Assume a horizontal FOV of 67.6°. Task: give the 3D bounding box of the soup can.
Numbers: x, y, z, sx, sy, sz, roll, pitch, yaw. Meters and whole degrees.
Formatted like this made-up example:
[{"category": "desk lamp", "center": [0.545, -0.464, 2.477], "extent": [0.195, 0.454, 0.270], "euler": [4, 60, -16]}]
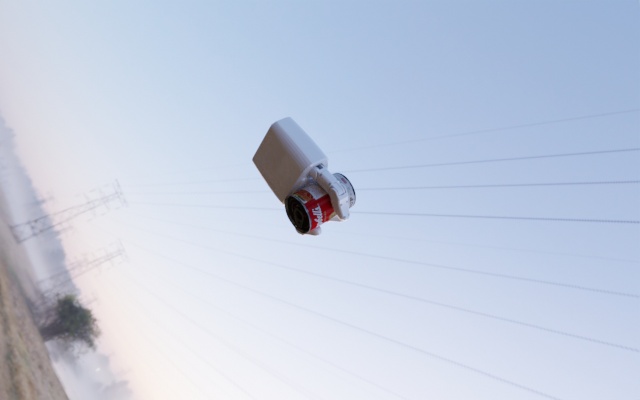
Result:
[{"category": "soup can", "center": [0.001, 0.003, 0.795], "extent": [0.102, 0.068, 0.068], "euler": [-28, 15, -31]}]
